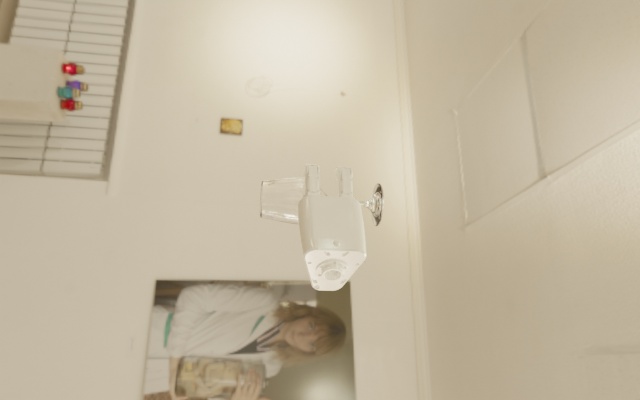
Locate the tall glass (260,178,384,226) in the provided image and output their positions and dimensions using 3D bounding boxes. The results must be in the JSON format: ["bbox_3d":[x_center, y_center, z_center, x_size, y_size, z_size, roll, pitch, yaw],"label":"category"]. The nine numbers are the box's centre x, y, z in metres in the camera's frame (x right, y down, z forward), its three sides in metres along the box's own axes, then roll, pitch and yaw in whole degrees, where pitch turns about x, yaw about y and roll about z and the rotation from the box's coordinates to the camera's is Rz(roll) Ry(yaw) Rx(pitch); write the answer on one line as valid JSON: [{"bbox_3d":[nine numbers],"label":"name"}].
[{"bbox_3d":[0.001,0.003,0.805,0.201,0.079,0.079,3,-1,-9],"label":"tall glass"}]
